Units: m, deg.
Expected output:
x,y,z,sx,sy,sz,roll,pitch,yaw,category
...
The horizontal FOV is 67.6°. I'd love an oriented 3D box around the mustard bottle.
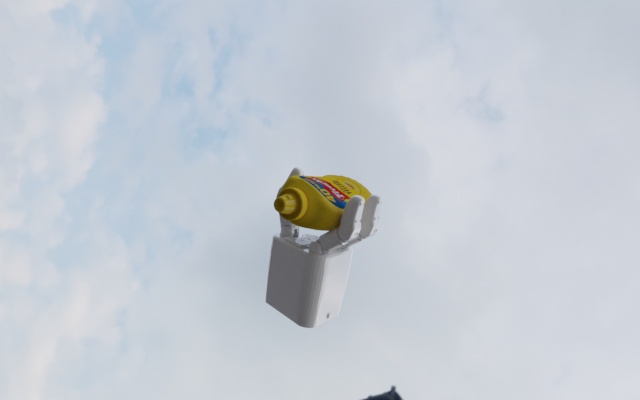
x,y,z,sx,sy,sz,roll,pitch,yaw,category
0.000,0.002,0.656,0.096,0.058,0.191,41,22,24,mustard bottle
